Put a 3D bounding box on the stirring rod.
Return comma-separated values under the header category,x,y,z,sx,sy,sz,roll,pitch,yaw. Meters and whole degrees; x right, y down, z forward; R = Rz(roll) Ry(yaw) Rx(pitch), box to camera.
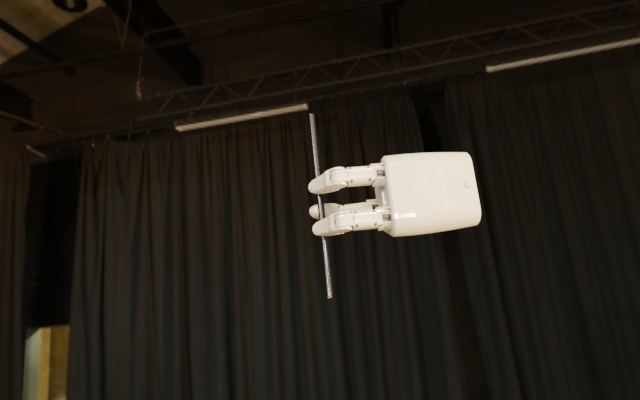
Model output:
category,x,y,z,sx,sy,sz,roll,pitch,yaw
stirring rod,0.000,0.002,0.608,0.011,0.239,0.011,-5,-14,-1
